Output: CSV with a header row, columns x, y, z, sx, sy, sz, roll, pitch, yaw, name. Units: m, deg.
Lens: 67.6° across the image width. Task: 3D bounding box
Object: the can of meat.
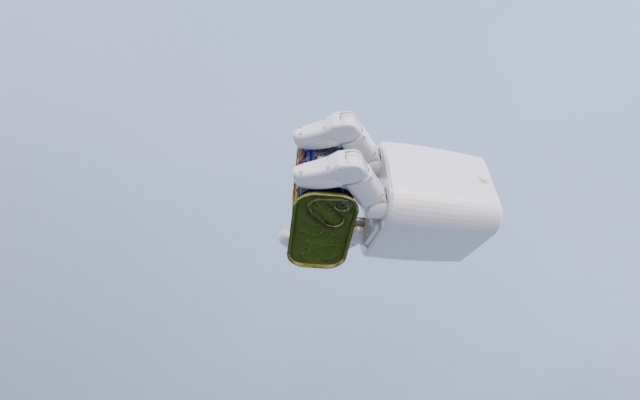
x,y,z,sx,sy,sz,roll,pitch,yaw,name
0.000,0.001,0.461,0.057,0.083,0.102,4,-44,-6,can of meat
